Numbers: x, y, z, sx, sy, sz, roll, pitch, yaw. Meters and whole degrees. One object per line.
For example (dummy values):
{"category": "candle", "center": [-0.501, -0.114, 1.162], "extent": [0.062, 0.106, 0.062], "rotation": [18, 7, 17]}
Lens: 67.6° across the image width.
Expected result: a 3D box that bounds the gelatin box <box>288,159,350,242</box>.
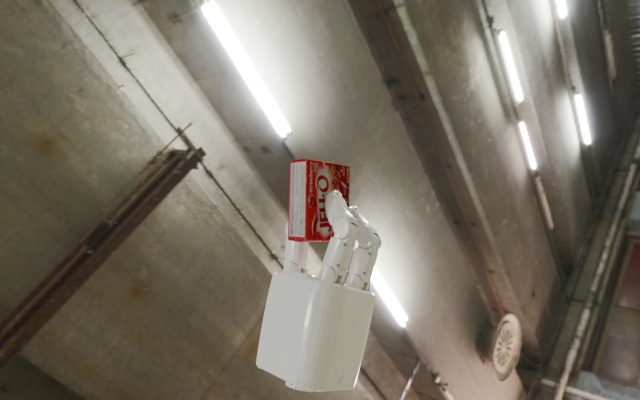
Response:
{"category": "gelatin box", "center": [0.000, 0.001, 0.534], "extent": [0.030, 0.089, 0.073], "rotation": [-2, -5, 42]}
